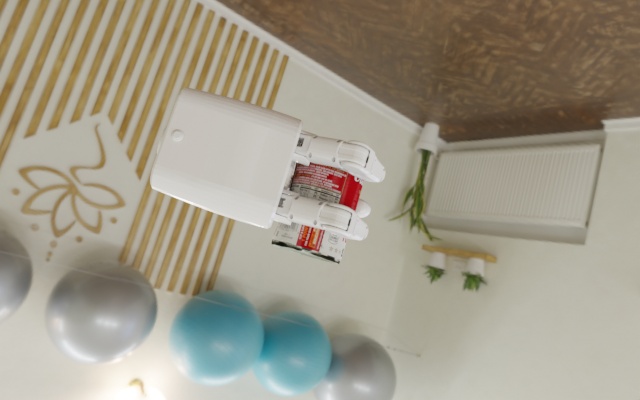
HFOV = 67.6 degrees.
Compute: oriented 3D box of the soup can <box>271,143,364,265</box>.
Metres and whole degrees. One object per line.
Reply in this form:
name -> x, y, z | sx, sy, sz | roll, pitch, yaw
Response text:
soup can -> 0.000, 0.002, 0.445 | 0.068, 0.102, 0.068 | 16, -9, 3
